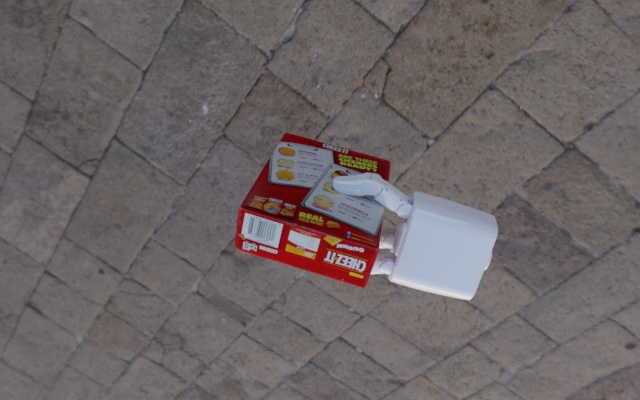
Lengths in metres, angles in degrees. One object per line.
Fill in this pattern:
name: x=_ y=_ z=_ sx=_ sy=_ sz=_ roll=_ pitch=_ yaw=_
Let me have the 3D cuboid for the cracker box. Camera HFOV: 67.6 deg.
cracker box: x=0.000 y=0.002 z=0.626 sx=0.164 sy=0.072 sz=0.213 roll=16 pitch=33 yaw=2
